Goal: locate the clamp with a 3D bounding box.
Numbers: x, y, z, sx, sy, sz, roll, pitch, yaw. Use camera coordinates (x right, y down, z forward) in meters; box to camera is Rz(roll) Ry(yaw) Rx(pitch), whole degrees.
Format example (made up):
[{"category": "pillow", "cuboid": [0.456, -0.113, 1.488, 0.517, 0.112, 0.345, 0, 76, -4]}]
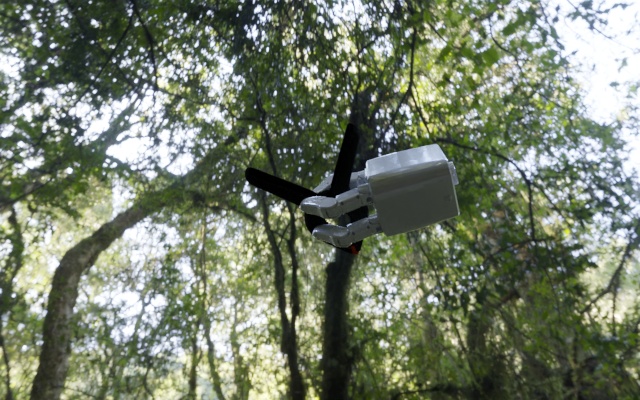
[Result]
[{"category": "clamp", "cuboid": [0.000, 0.002, 0.682, 0.164, 0.210, 0.036, -16, 36, 9]}]
